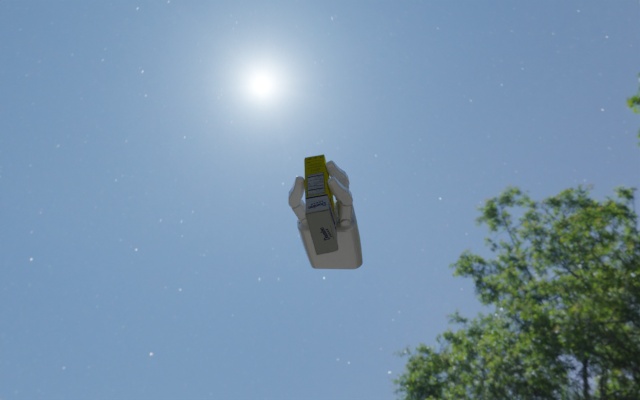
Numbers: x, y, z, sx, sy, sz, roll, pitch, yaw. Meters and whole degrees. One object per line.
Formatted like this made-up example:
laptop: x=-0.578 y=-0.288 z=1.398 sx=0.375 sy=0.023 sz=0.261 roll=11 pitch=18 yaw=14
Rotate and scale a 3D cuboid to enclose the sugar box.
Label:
sugar box: x=0.001 y=0.003 z=0.844 sx=0.048 sy=0.093 sz=0.176 roll=-12 pitch=36 yaw=3
